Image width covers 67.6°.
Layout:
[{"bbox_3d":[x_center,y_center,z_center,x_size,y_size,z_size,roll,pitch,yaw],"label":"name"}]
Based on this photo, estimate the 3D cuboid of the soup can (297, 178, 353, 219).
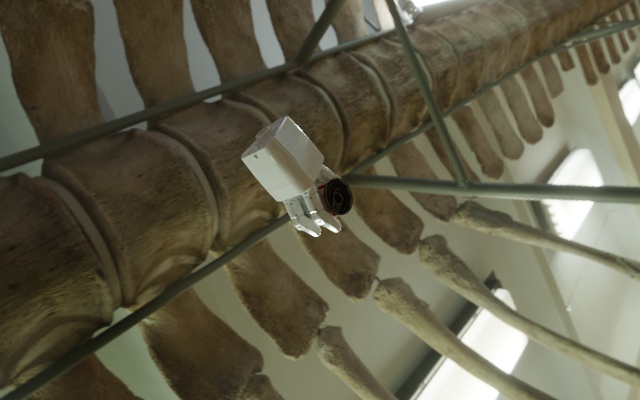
[{"bbox_3d":[0.000,0.003,0.883,0.068,0.068,0.102,0,-12,-43],"label":"soup can"}]
